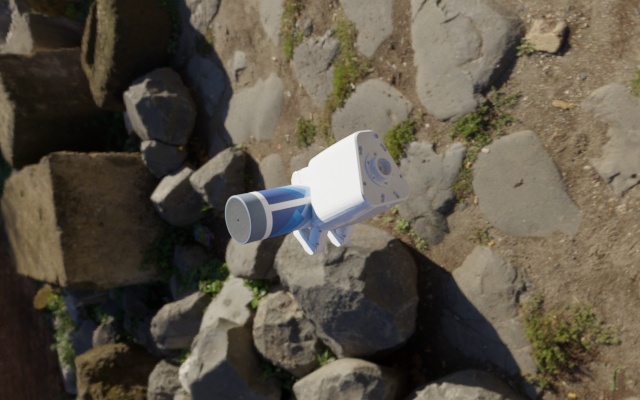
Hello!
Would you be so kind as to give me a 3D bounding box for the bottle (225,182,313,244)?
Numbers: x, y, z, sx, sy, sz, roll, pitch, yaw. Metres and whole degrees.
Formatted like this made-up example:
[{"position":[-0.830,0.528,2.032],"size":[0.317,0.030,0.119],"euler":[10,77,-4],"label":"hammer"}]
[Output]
[{"position":[0.000,0.002,0.731],"size":[0.295,0.069,0.069],"euler":[-12,8,-40],"label":"bottle"}]
